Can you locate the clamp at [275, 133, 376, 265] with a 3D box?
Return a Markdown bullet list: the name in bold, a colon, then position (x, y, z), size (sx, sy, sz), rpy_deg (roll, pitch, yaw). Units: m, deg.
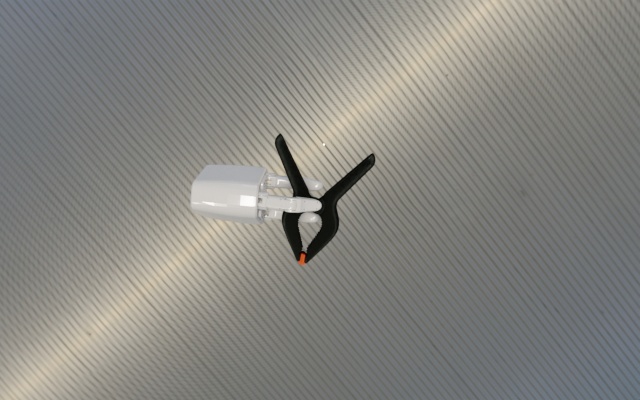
- **clamp**: position (0.000, 0.003, 0.780), size (0.164, 0.210, 0.036), rpy_deg (5, 7, 2)
